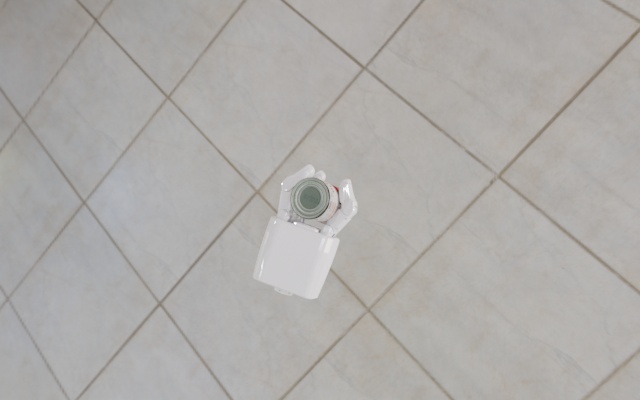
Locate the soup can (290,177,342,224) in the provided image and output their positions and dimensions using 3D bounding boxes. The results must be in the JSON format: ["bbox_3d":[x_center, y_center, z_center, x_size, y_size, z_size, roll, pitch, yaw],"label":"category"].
[{"bbox_3d":[0.000,0.002,0.782,0.068,0.068,0.102,0,-7,21],"label":"soup can"}]
